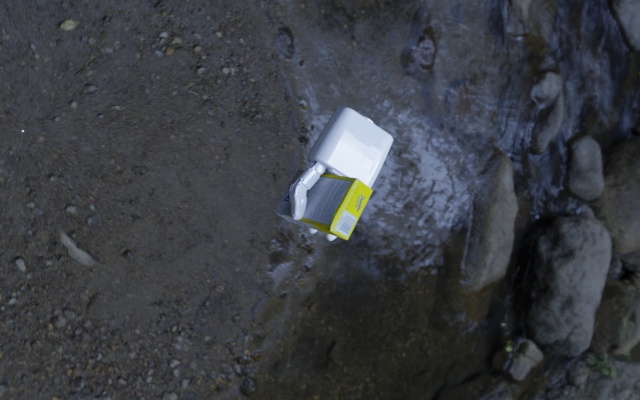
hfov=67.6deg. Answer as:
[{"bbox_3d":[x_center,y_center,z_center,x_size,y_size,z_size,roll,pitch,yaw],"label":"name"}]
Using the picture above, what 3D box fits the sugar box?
[{"bbox_3d":[0.001,0.003,0.803,0.048,0.093,0.176,35,-12,-31],"label":"sugar box"}]
